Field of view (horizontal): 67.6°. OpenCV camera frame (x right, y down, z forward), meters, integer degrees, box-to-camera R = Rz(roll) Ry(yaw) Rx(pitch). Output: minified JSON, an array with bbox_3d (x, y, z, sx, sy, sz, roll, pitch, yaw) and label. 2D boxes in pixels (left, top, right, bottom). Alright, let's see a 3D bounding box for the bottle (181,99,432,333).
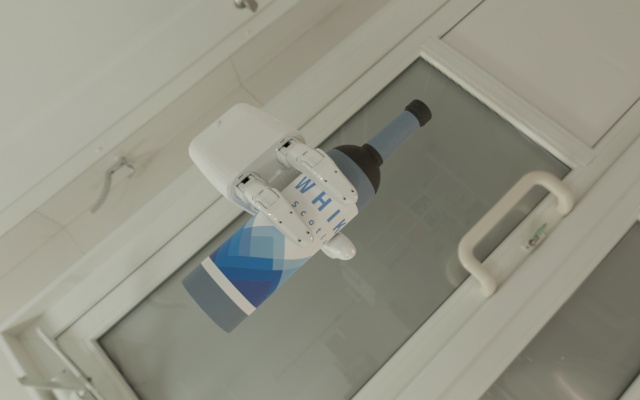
[{"bbox_3d":[0.000,0.002,0.471,0.295,0.069,0.069,-42,10,-12],"label":"bottle"}]
